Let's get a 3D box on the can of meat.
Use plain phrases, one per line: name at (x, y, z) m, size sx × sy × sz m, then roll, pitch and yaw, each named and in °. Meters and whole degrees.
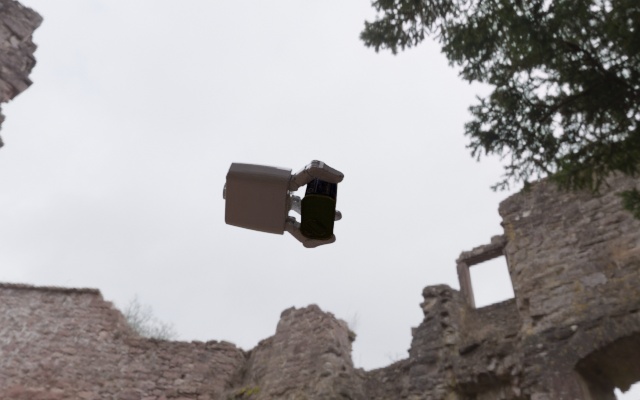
can of meat at (0.000, 0.002, 0.813) m, size 0.057 × 0.102 × 0.084 m, roll 7°, pitch 43°, yaw 3°
